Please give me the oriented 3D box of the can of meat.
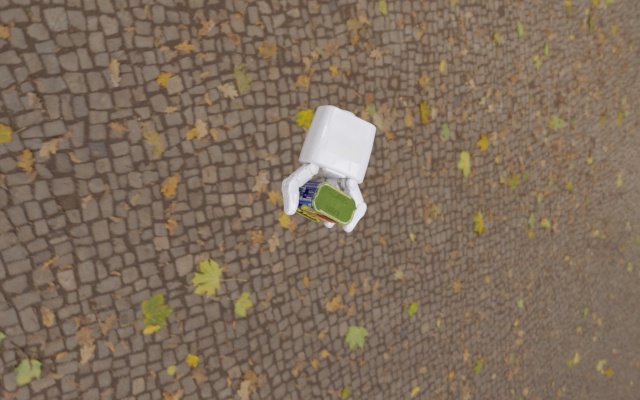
[{"bbox_3d":[0.000,0.003,0.827,0.102,0.057,0.084,29,-14,-39],"label":"can of meat"}]
